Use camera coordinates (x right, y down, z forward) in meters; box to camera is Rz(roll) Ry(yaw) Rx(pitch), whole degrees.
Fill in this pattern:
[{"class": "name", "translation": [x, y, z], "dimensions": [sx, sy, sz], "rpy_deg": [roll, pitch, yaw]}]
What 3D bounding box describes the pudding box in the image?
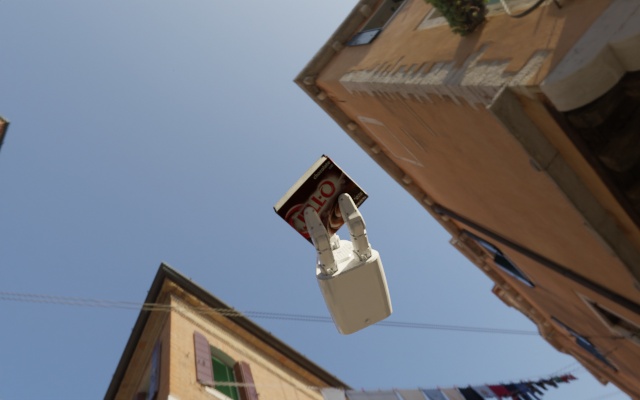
[{"class": "pudding box", "translation": [0.000, 0.002, 0.706], "dimensions": [0.090, 0.113, 0.039], "rpy_deg": [42, -1, -21]}]
